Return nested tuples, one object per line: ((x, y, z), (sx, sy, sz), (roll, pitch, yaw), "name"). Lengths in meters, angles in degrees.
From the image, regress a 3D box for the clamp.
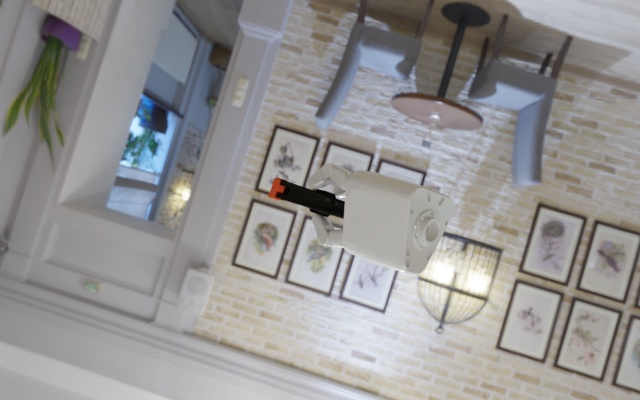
((0.000, 0.003, 0.709), (0.210, 0.036, 0.164), (17, 0, -41), "clamp")
